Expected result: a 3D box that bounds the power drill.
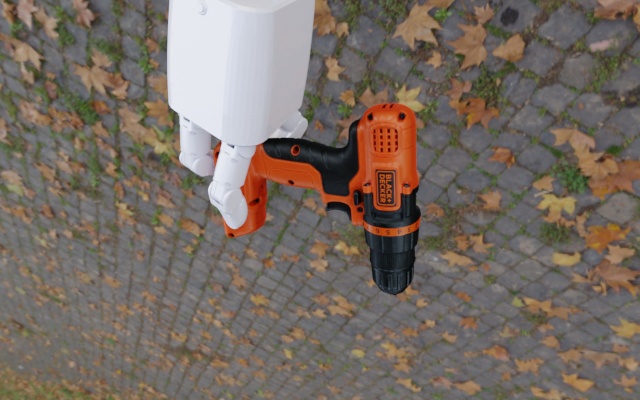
[{"bbox_3d":[0.000,0.001,0.454,0.187,0.184,0.057,2,22,15],"label":"power drill"}]
